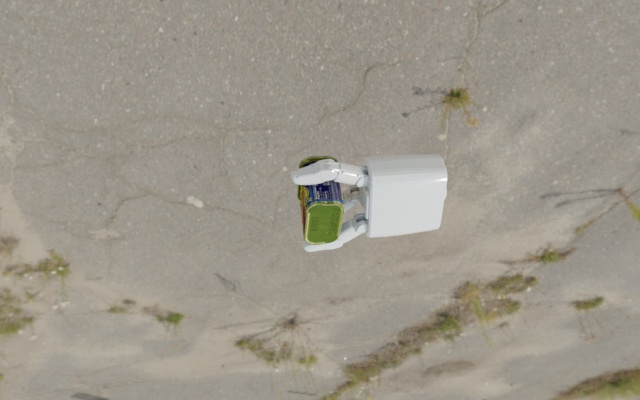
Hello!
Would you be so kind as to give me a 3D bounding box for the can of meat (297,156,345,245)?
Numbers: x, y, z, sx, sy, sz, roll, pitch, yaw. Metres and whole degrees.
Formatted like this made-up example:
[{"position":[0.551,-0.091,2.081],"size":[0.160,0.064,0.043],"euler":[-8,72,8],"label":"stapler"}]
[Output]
[{"position":[0.000,0.002,0.676],"size":[0.057,0.084,0.102],"euler":[-3,-38,-7],"label":"can of meat"}]
